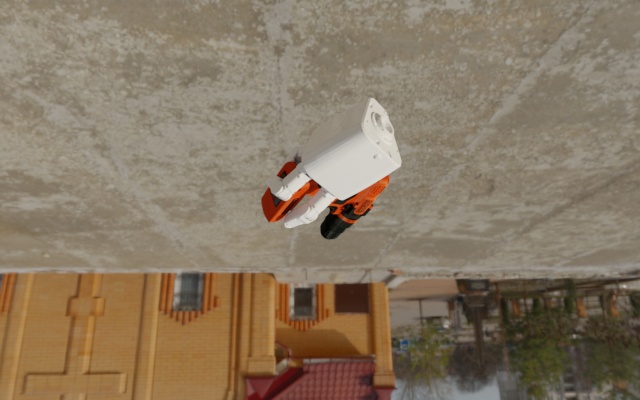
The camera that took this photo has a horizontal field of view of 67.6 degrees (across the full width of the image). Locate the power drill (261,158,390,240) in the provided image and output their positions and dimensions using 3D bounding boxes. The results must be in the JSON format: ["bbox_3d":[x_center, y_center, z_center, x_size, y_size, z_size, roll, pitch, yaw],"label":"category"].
[{"bbox_3d":[0.000,0.002,0.795,0.187,0.057,0.184,4,-42,-37],"label":"power drill"}]
